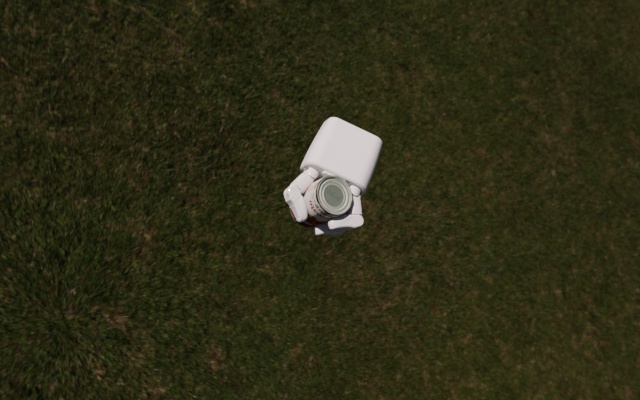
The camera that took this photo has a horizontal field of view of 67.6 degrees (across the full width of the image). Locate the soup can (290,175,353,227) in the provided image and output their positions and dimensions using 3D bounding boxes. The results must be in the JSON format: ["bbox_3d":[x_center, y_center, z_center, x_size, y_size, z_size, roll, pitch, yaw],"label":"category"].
[{"bbox_3d":[0.000,0.003,0.796,0.068,0.068,0.102,0,-13,-28],"label":"soup can"}]
